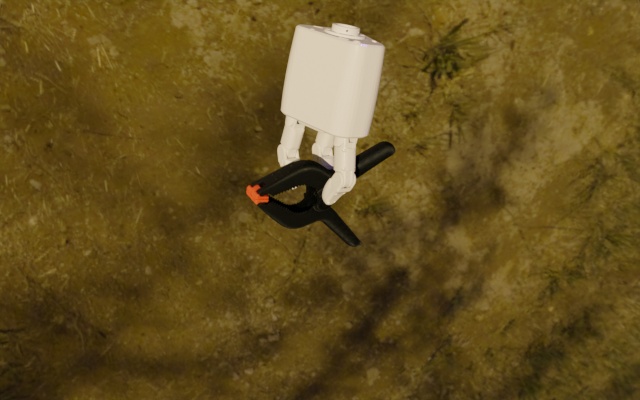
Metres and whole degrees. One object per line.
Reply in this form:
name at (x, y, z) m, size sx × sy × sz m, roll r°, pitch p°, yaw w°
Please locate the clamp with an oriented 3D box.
clamp at (0.000, 0.002, 0.636) m, size 0.210 × 0.165 × 0.036 m, roll -7°, pitch 31°, yaw -33°
